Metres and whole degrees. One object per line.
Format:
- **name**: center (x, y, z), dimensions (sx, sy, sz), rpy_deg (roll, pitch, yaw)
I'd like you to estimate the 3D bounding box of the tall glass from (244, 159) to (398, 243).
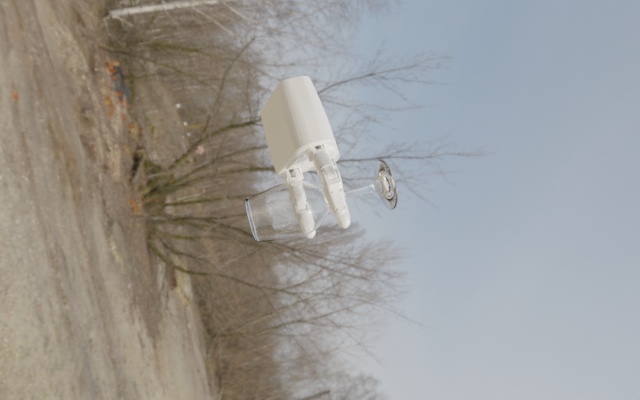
- **tall glass**: center (0.001, 0.002, 0.659), dimensions (0.201, 0.079, 0.079), rpy_deg (-15, 4, -14)
